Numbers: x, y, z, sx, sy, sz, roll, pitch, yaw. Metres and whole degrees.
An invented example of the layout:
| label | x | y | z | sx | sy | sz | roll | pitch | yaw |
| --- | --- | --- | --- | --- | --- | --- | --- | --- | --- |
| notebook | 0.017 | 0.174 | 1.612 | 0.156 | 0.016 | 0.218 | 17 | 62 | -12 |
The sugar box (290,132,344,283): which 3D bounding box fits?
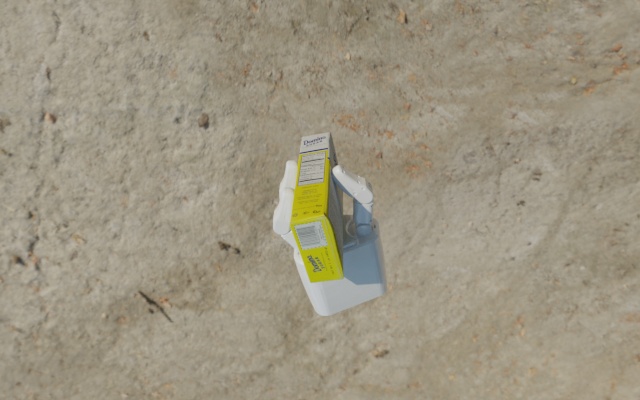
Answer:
| label | x | y | z | sx | sy | sz | roll | pitch | yaw |
| --- | --- | --- | --- | --- | --- | --- | --- | --- | --- |
| sugar box | 0.000 | 0.002 | 0.573 | 0.048 | 0.093 | 0.176 | -10 | 35 | 7 |
